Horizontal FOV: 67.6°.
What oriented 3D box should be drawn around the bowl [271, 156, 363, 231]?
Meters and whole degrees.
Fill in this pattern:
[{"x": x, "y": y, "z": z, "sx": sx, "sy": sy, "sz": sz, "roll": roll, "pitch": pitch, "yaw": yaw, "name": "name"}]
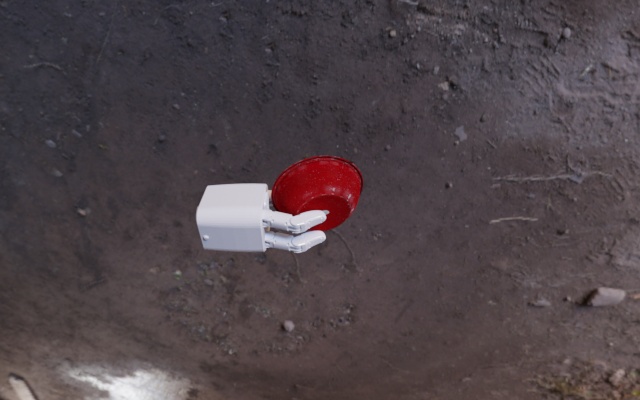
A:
[{"x": 0.001, "y": 0.003, "z": 0.801, "sx": 0.162, "sy": 0.055, "sz": 0.162, "roll": -9, "pitch": -42, "yaw": -8, "name": "bowl"}]
